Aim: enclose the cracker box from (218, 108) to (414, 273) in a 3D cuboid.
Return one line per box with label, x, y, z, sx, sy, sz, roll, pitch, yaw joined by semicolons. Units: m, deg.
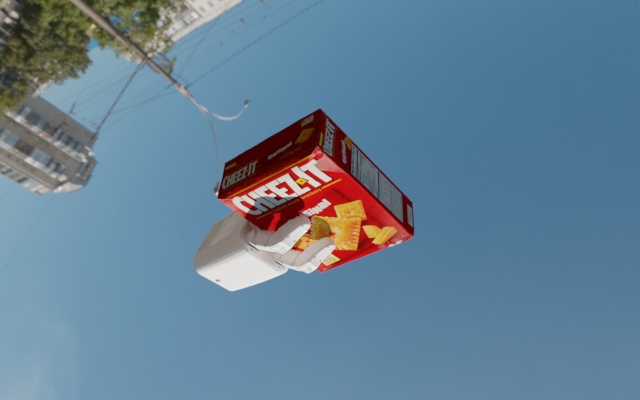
cracker box;0.000;0.002;0.631;0.164;0.072;0.214;-25;-46;30
